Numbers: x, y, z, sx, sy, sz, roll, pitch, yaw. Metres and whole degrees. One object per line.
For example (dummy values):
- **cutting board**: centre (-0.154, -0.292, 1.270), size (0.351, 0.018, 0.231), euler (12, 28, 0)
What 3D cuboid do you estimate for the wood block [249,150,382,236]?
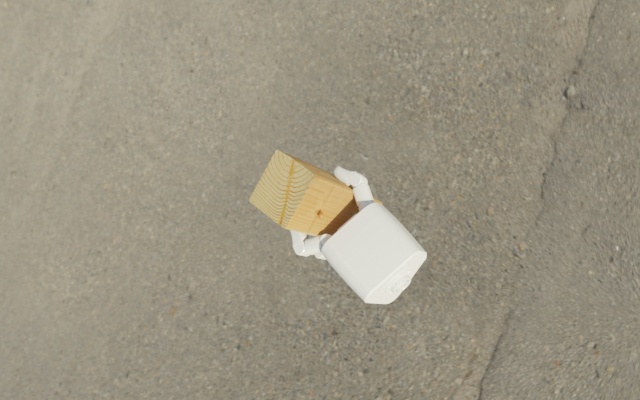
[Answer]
- **wood block**: centre (0.000, 0.002, 0.764), size (0.090, 0.091, 0.206), euler (35, 9, 35)
